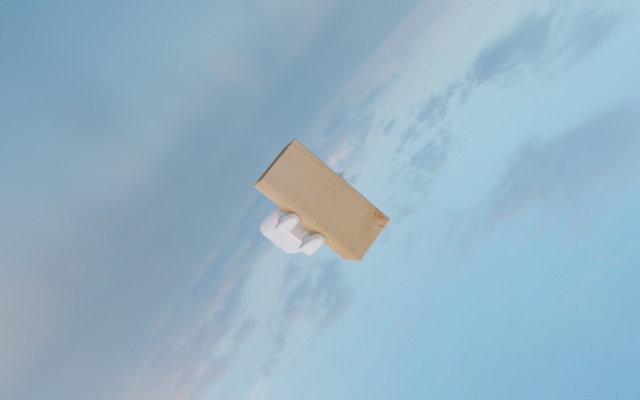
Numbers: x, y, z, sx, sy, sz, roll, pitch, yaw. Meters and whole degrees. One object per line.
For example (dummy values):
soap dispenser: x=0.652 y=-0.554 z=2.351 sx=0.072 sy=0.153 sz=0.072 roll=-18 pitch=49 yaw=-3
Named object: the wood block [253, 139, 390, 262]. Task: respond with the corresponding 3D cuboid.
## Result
wood block: x=0.000 y=0.003 z=0.803 sx=0.206 sy=0.091 sz=0.090 roll=39 pitch=-13 yaw=-10
